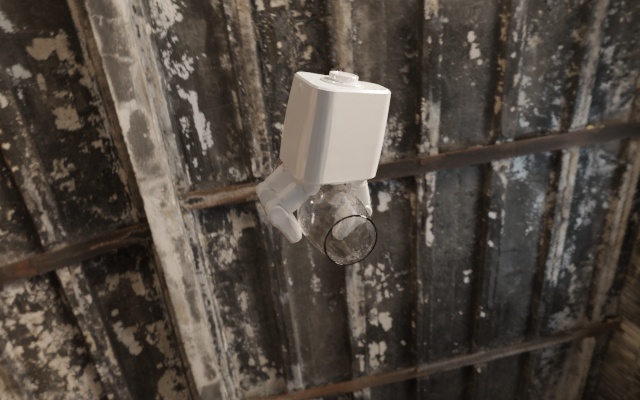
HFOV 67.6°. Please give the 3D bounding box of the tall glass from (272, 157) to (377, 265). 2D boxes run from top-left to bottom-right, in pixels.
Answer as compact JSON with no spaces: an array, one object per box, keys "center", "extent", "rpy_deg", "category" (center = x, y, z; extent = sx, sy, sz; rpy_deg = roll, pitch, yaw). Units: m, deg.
[{"center":[0.000,0.002,0.592],"extent":[0.079,0.079,0.201],"rpy_deg":[0,25,-21],"category":"tall glass"}]
